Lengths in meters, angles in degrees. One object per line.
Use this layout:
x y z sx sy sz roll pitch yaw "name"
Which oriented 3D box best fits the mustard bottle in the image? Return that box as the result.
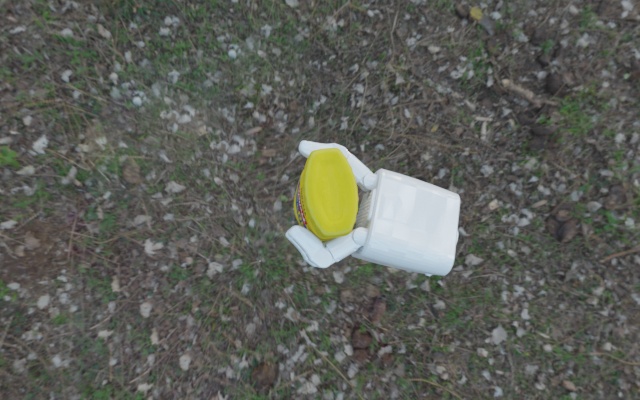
0.000 0.002 0.591 0.058 0.096 0.191 -9 -6 -8 "mustard bottle"
